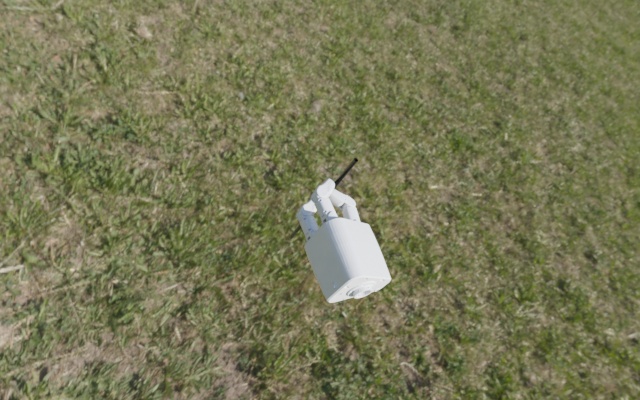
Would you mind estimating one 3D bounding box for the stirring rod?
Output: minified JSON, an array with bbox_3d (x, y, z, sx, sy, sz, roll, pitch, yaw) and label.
[{"bbox_3d":[0.000,0.003,0.858,0.011,0.011,0.240,0,-35,-36],"label":"stirring rod"}]
